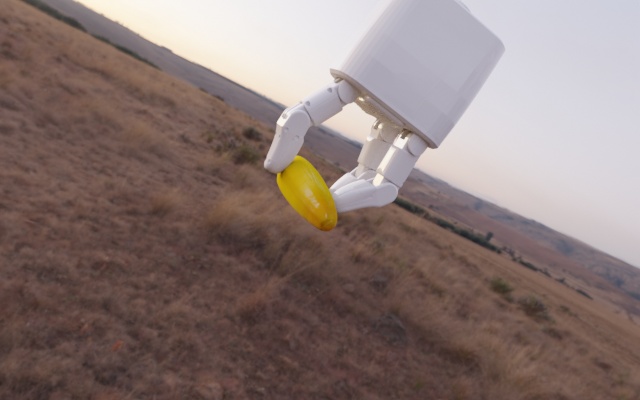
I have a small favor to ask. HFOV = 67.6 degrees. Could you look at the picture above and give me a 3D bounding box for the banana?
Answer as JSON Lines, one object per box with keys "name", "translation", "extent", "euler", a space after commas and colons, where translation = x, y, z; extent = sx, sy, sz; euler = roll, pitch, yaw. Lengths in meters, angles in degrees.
{"name": "banana", "translation": [-0.013, -0.012, 0.450], "extent": [0.037, 0.069, 0.198], "euler": [-44, 3, 1]}
